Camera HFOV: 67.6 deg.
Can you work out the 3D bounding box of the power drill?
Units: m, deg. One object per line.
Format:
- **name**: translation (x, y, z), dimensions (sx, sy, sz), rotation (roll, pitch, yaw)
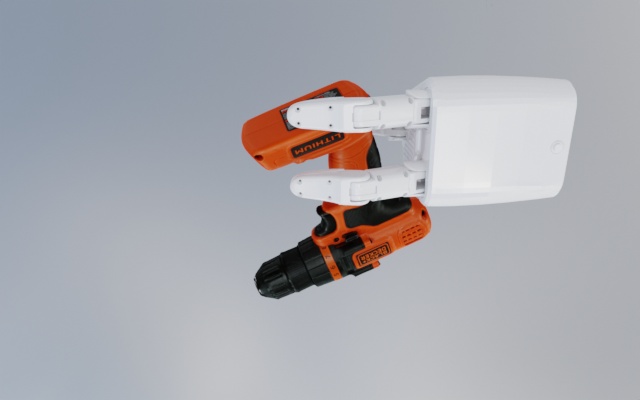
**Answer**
- **power drill**: translation (0.000, 0.001, 0.428), dimensions (0.184, 0.188, 0.057), rotation (-25, 43, -1)
